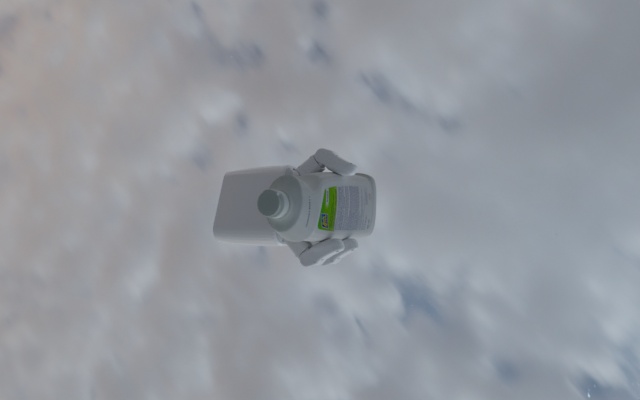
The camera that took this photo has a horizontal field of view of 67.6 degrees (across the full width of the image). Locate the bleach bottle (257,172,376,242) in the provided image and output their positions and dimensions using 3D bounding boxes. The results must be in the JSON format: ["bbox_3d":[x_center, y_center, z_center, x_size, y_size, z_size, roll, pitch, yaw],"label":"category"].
[{"bbox_3d":[0.000,0.002,0.618,0.068,0.102,0.251,-1,-4,26],"label":"bleach bottle"}]
